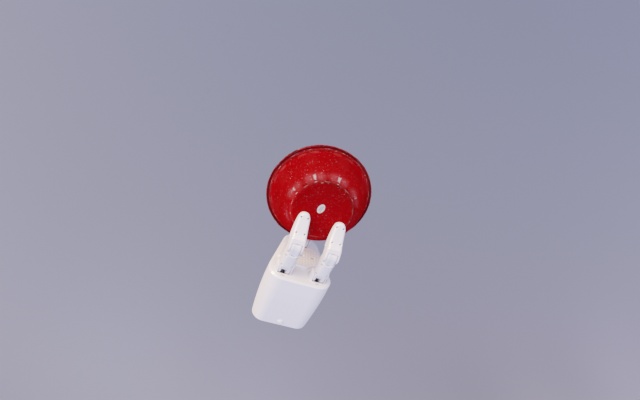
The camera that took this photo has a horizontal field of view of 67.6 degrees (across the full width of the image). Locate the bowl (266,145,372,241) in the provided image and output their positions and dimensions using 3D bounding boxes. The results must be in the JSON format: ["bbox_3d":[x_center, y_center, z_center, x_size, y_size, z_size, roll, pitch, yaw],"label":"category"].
[{"bbox_3d":[0.000,0.001,0.706,0.162,0.162,0.055,0,26,-5],"label":"bowl"}]
